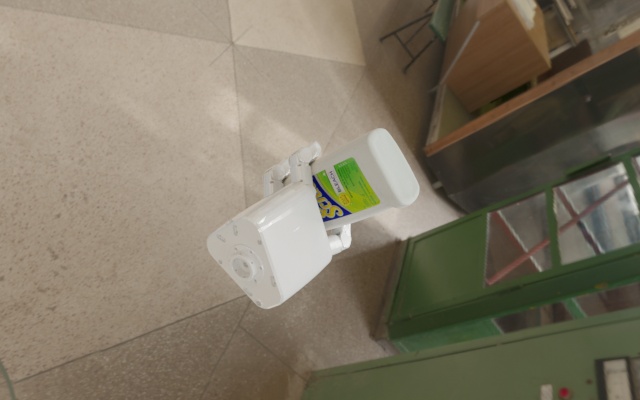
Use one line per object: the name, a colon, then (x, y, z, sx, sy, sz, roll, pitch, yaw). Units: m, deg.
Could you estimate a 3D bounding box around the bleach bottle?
bleach bottle: (0.000, 0.002, 0.639, 0.251, 0.102, 0.068, -28, 4, 38)
